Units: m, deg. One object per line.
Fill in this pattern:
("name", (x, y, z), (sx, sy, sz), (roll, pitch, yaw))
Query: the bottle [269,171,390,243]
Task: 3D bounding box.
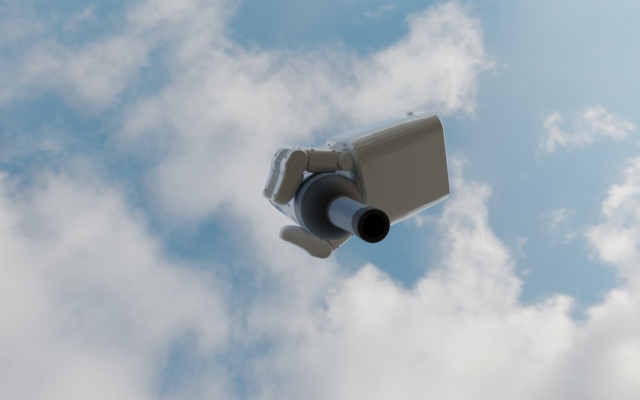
("bottle", (0.000, 0.002, 0.505), (0.069, 0.069, 0.295), (0, 7, -16))
